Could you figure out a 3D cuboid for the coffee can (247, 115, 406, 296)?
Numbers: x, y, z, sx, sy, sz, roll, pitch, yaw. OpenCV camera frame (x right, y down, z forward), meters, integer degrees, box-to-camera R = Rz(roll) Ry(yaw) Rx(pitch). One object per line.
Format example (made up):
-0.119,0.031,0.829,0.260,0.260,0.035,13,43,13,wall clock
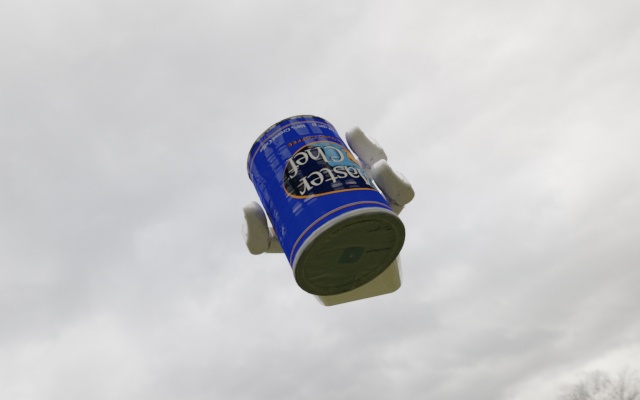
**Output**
0.000,0.001,0.444,0.103,0.103,0.140,0,42,-31,coffee can
